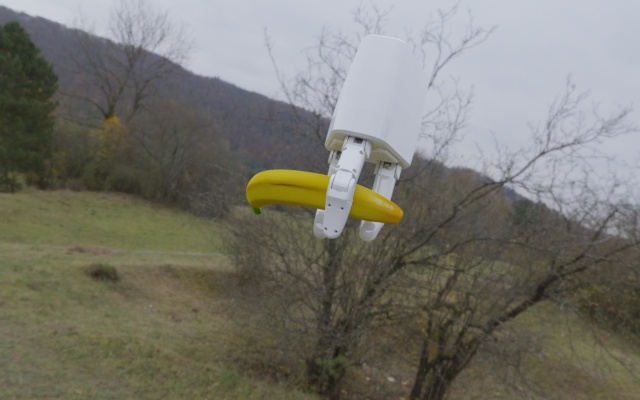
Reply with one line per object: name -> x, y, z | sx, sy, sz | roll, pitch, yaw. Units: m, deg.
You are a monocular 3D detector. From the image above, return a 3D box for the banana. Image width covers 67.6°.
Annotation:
banana -> -0.012, -0.006, 0.503 | 0.198, 0.037, 0.070 | 5, -20, 36
